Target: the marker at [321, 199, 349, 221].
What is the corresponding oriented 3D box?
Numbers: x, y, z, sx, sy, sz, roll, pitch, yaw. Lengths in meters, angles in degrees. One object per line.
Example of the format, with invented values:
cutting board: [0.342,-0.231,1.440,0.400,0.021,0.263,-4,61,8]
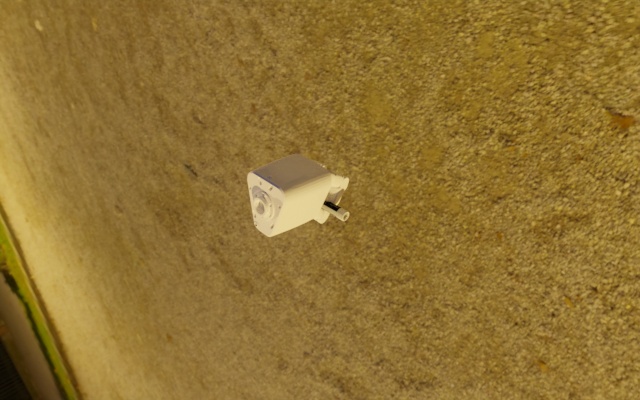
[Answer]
marker: [0.000,0.003,0.857,0.121,0.020,0.020,30,17,33]
